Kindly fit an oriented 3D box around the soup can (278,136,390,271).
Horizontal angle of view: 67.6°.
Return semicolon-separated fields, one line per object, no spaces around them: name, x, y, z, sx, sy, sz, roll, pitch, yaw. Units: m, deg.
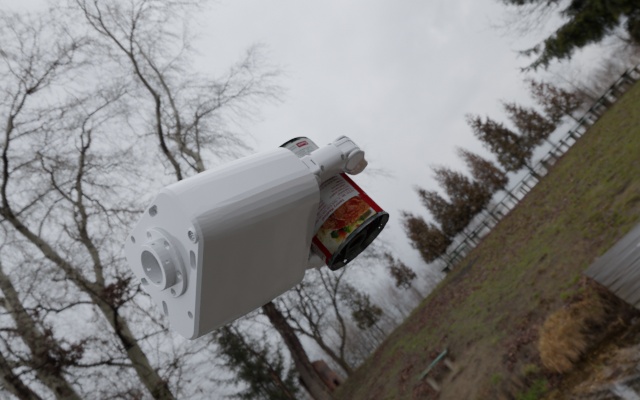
soup can;0.000;0.001;0.415;0.102;0.068;0.068;46;18;19
